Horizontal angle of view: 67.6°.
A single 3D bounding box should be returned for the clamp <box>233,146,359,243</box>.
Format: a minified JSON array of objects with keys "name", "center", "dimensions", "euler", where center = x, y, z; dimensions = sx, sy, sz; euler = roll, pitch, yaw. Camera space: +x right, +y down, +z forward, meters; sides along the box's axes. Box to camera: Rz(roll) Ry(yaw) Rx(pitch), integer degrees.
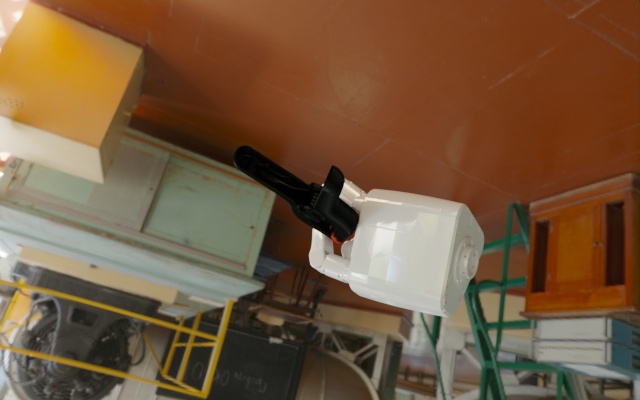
[{"name":"clamp","center":[0.000,0.002,0.489],"dimensions":[0.120,0.039,0.171],"euler":[19,-14,40]}]
